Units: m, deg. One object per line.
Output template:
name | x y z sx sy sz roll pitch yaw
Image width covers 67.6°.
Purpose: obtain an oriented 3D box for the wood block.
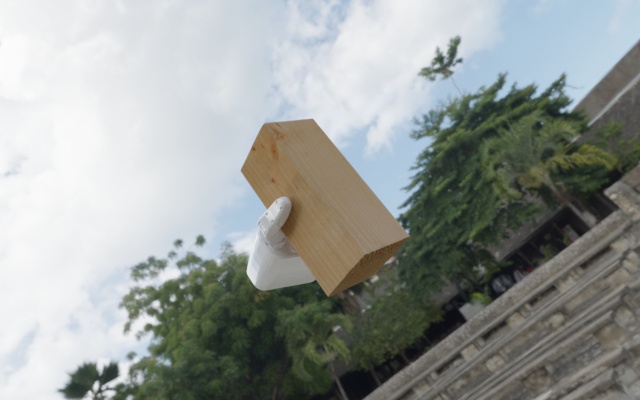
wood block | 0.000 0.002 0.599 0.091 0.206 0.090 -16 -30 -44
